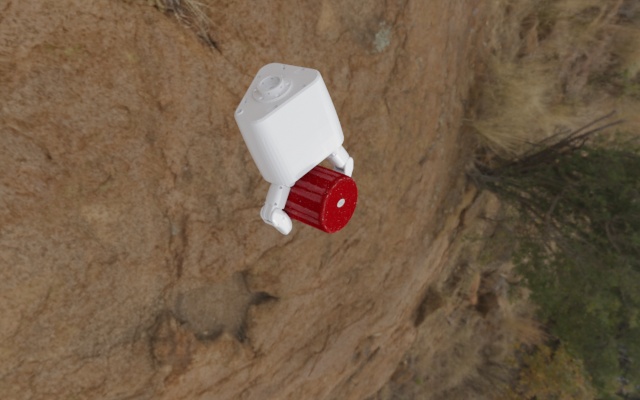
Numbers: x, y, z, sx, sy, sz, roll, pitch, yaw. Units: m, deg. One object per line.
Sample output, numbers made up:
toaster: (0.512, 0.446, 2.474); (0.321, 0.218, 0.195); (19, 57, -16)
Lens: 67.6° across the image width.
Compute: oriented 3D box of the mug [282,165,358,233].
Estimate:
mug: (0.001, 0.003, 0.659); (0.081, 0.093, 0.117); (21, -27, 34)
